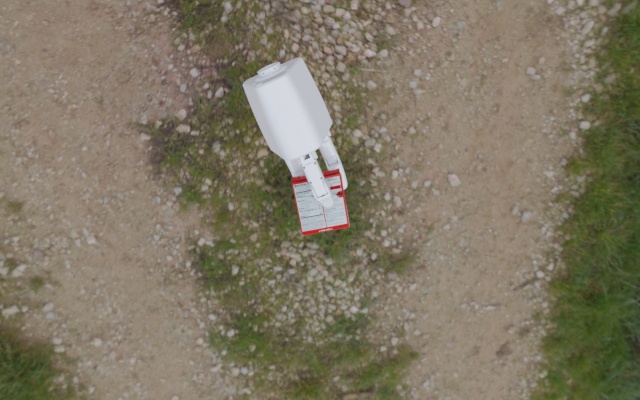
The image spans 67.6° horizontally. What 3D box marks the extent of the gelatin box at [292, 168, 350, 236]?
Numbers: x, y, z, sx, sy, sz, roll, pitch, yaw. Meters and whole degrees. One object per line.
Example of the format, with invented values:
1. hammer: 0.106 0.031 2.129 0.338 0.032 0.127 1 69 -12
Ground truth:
1. gelatin box: 0.000 0.003 0.710 0.073 0.089 0.030 -11 20 -1
